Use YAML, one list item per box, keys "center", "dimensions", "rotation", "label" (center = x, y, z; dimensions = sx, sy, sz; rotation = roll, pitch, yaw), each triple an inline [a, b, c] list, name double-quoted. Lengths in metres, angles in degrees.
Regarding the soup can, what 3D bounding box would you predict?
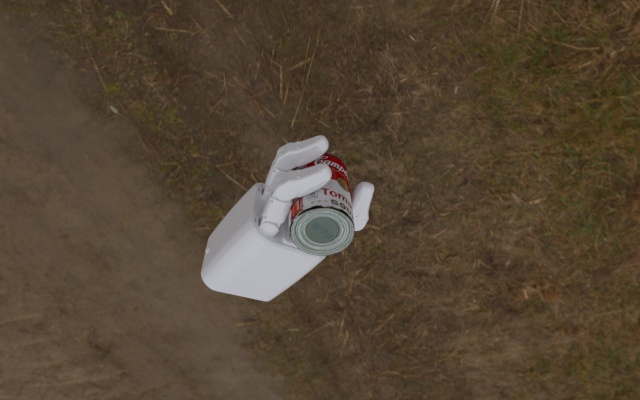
- center: [0.001, 0.002, 0.519]
  dimensions: [0.068, 0.069, 0.102]
  rotation: [0, 38, -2]
  label: "soup can"
